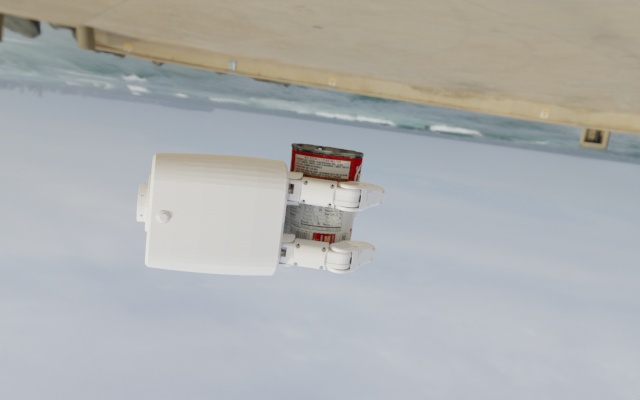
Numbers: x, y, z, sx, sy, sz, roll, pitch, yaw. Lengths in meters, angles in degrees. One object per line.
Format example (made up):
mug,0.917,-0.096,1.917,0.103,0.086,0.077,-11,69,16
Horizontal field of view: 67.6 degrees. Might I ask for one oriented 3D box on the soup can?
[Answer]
soup can,0.000,0.002,0.450,0.068,0.102,0.068,7,9,-1
